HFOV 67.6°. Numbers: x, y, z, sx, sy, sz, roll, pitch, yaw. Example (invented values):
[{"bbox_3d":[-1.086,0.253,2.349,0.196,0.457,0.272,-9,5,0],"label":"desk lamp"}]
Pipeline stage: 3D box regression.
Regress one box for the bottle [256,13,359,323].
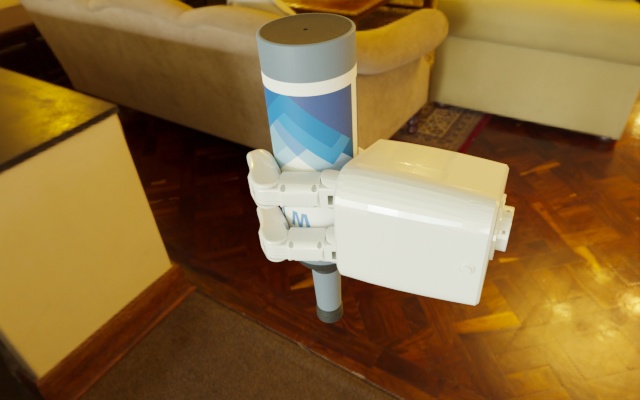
[{"bbox_3d":[0.000,0.001,0.407,0.069,0.296,0.069,-3,38,2],"label":"bottle"}]
